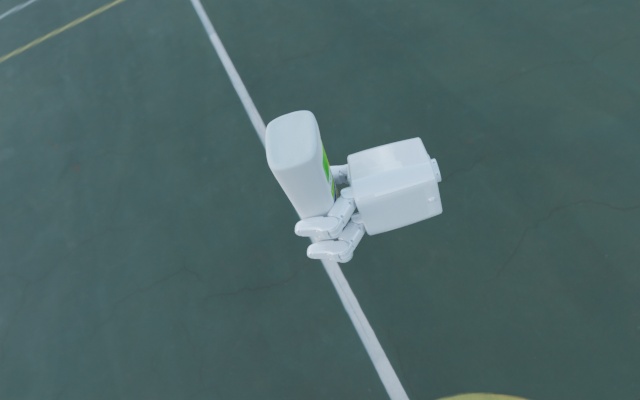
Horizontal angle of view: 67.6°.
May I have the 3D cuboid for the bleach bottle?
[{"bbox_3d":[0.000,0.002,0.666,0.068,0.102,0.251,-15,-42,9],"label":"bleach bottle"}]
